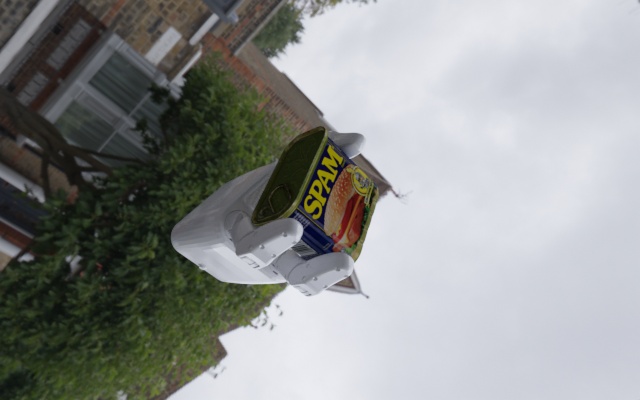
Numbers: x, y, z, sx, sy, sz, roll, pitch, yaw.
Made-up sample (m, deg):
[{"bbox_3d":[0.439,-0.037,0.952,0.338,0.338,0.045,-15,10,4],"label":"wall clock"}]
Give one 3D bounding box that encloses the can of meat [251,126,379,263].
[{"bbox_3d":[0.000,0.001,0.422,0.057,0.102,0.084,-15,-48,45],"label":"can of meat"}]
